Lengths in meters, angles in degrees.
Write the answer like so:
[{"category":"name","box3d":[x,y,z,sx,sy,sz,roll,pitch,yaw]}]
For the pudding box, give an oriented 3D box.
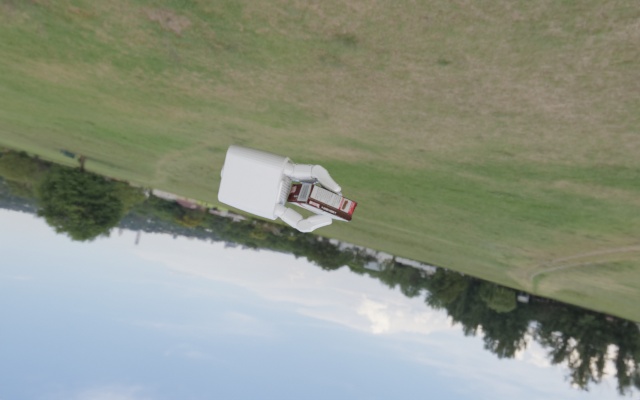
[{"category":"pudding box","box3d":[0.000,0.003,0.835,0.090,0.039,0.113,22,-4,-19]}]
